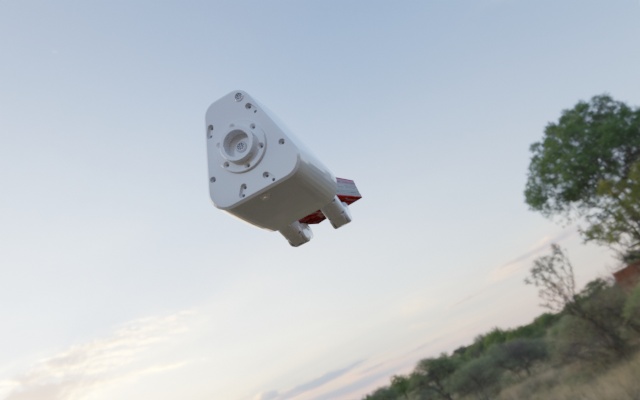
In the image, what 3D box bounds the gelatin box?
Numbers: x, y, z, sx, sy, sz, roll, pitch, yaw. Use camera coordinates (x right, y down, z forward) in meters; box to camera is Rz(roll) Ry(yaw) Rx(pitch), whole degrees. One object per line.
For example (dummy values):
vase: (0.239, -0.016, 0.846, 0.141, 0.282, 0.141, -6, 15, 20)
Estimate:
gelatin box: (0.000, 0.002, 0.584, 0.073, 0.030, 0.089, -32, -15, 23)
